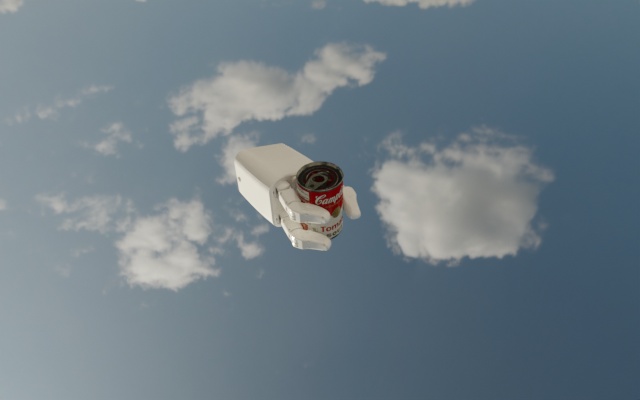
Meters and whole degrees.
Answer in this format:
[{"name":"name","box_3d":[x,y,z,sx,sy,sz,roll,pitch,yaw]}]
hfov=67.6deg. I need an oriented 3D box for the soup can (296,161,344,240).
[{"name":"soup can","box_3d":[0.001,0.003,0.712,0.068,0.102,0.068,-1,41,1]}]
